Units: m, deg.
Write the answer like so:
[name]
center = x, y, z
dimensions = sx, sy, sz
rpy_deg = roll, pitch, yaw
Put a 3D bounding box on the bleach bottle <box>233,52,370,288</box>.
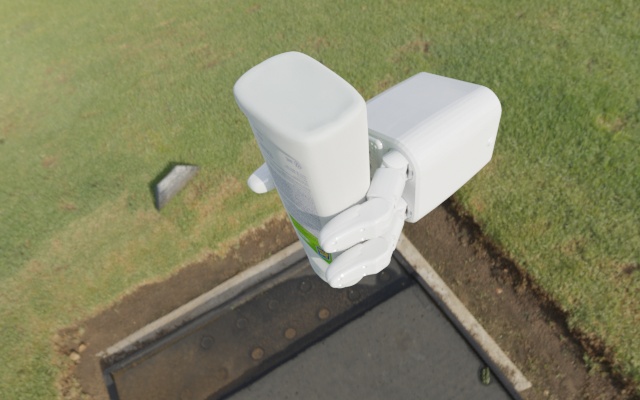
[bleach bottle]
center = 0.000, 0.001, 0.427
dimensions = 0.068, 0.251, 0.102
rpy_deg = -35, 55, -18
